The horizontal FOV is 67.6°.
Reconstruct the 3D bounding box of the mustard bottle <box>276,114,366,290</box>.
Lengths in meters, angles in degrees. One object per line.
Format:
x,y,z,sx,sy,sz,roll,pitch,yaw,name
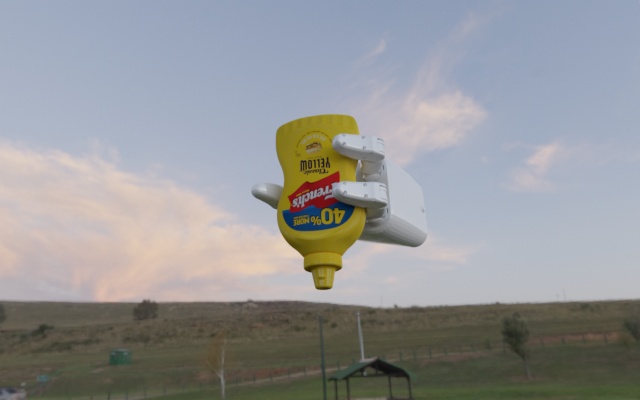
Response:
0.000,0.001,0.523,0.096,0.191,0.058,-6,-22,9,mustard bottle
